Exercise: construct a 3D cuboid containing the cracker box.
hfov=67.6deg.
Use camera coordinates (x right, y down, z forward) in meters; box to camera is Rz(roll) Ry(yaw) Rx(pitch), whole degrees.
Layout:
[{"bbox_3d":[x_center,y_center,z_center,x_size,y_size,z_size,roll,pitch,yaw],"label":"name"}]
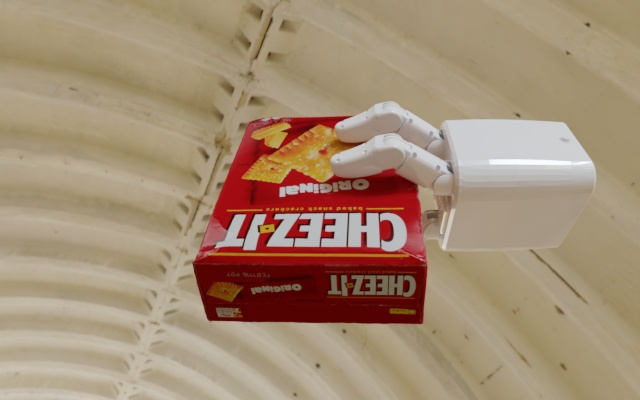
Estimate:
[{"bbox_3d":[0.000,0.001,0.418,0.164,0.072,0.213,-1,37,6],"label":"cracker box"}]
